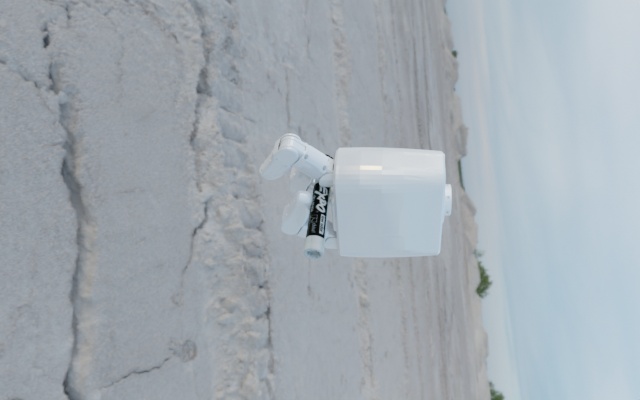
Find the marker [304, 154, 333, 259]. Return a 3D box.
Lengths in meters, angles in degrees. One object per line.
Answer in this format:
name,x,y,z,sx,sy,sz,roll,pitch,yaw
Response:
marker,0.000,0.002,0.473,0.020,0.121,0.020,5,-37,4
